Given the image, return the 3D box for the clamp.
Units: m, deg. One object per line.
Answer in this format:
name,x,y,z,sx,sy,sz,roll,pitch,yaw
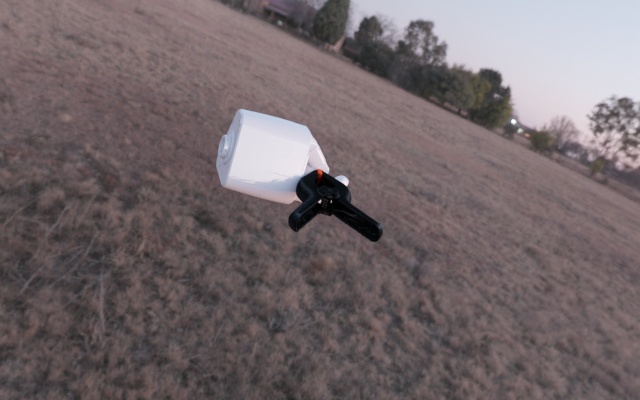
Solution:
clamp,0.000,0.002,0.644,0.120,0.039,0.171,10,21,-25
